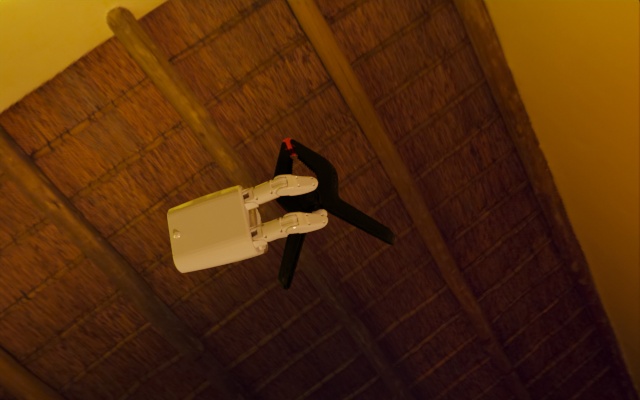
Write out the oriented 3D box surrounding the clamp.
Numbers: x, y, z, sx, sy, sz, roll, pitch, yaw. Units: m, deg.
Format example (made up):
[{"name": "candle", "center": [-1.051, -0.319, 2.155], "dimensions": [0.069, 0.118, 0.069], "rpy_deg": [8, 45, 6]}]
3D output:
[{"name": "clamp", "center": [0.000, 0.002, 0.665], "dimensions": [0.164, 0.210, 0.036], "rpy_deg": [-16, -21, 2]}]
